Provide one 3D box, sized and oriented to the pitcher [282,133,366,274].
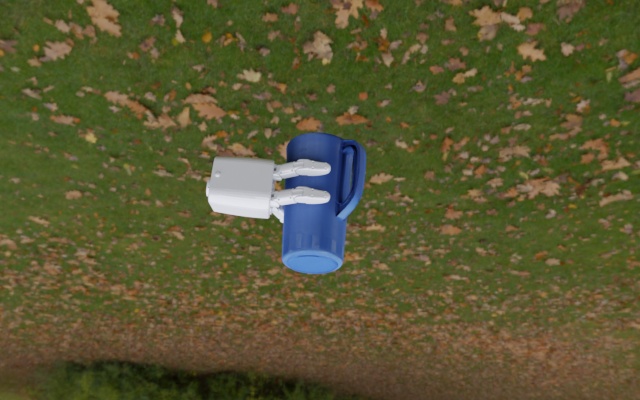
[{"bbox_3d":[0.000,0.003,0.879,0.145,0.242,0.149,6,-28,-4],"label":"pitcher"}]
